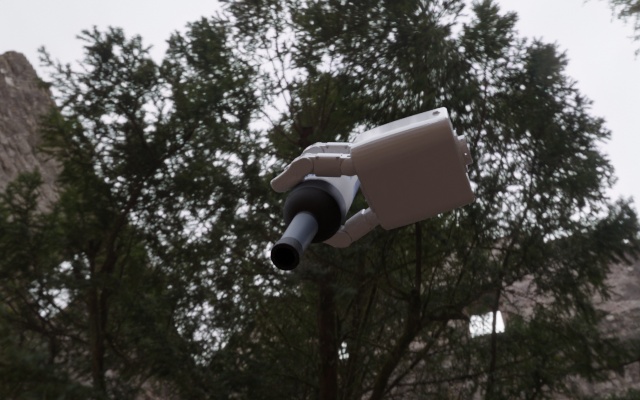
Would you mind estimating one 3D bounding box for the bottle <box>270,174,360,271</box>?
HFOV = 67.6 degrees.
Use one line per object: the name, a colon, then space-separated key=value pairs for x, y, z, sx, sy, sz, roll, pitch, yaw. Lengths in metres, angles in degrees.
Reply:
bottle: x=0.000 y=0.002 z=0.556 sx=0.069 sy=0.069 sz=0.295 roll=0 pitch=19 yaw=13
